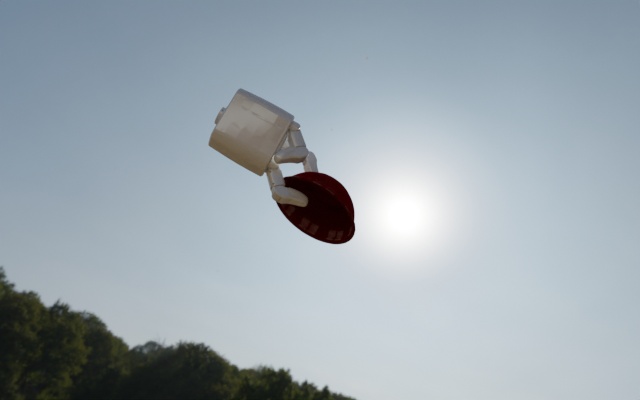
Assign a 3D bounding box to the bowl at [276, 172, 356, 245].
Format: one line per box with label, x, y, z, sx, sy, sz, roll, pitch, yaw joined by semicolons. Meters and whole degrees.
bowl;0.001;0.003;0.831;0.162;0.162;0.055;0;43;43
